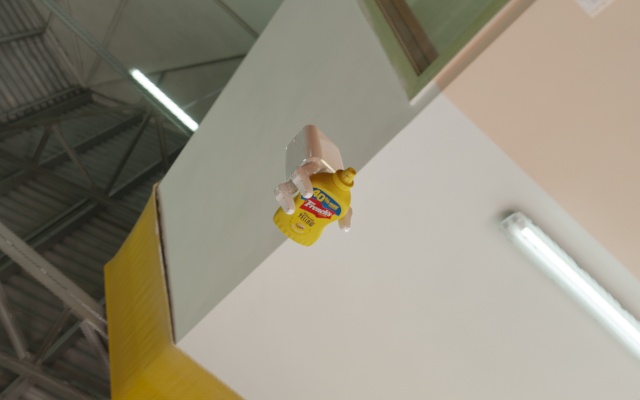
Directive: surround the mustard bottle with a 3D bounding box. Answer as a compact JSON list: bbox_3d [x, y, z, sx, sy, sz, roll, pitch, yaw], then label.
[{"bbox_3d":[0.000,0.003,0.885,0.192,0.096,0.058,-44,12,35],"label":"mustard bottle"}]
